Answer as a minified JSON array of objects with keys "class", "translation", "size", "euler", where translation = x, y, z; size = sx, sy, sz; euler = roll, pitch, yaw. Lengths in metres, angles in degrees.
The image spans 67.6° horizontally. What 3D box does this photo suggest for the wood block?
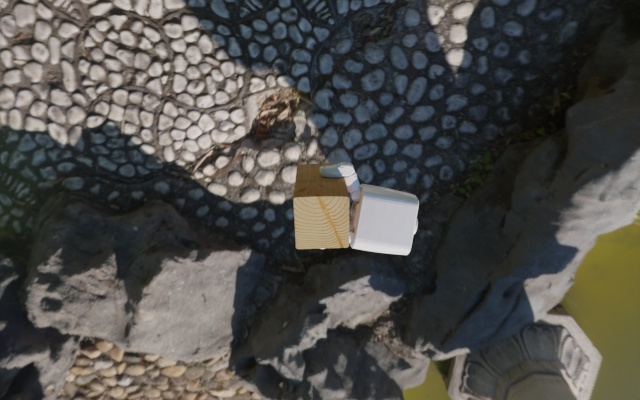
[{"class":"wood block","translation":[0.001,0.003,0.857],"size":[0.090,0.091,0.206],"euler":[-1,18,-1]}]
